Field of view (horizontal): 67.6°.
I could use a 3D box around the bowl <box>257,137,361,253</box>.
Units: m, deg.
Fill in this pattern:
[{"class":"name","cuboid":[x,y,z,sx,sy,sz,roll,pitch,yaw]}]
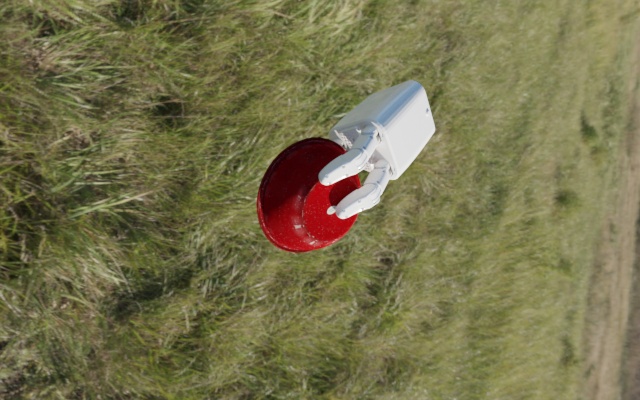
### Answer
[{"class":"bowl","cuboid":[0.000,0.003,0.622,0.162,0.162,0.055,0,17,-36]}]
